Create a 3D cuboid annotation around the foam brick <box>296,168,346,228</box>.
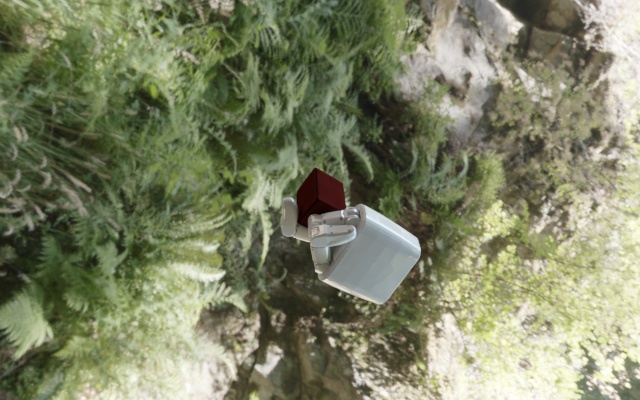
[{"bbox_3d":[0.000,0.002,0.687,0.051,0.053,0.078,27,33,-21],"label":"foam brick"}]
